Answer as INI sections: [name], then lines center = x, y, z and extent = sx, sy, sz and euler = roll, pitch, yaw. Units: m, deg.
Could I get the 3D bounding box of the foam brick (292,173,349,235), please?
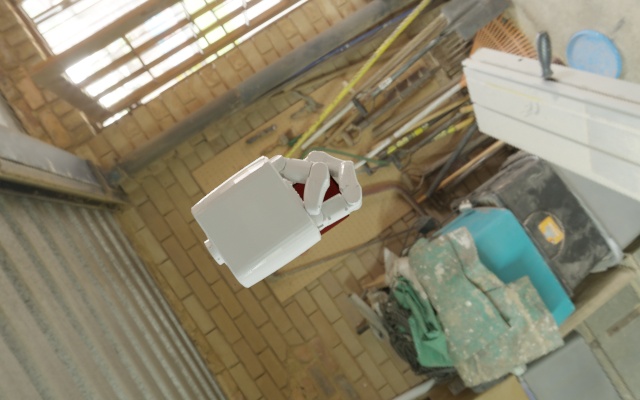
[foam brick]
center = 0.000, 0.002, 0.615
extent = 0.051, 0.053, 0.078
euler = -36, -22, -8
